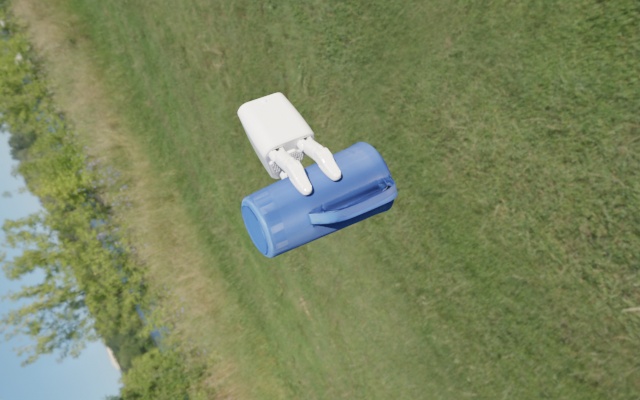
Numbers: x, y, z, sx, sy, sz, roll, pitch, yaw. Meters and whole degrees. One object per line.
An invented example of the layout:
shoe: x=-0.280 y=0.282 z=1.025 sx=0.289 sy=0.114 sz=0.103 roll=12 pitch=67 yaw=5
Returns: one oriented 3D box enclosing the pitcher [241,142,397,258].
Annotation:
pitcher: x=0.000 y=0.003 z=0.803 sx=0.243 sy=0.145 sz=0.149 roll=-24 pitch=-22 yaw=-22
